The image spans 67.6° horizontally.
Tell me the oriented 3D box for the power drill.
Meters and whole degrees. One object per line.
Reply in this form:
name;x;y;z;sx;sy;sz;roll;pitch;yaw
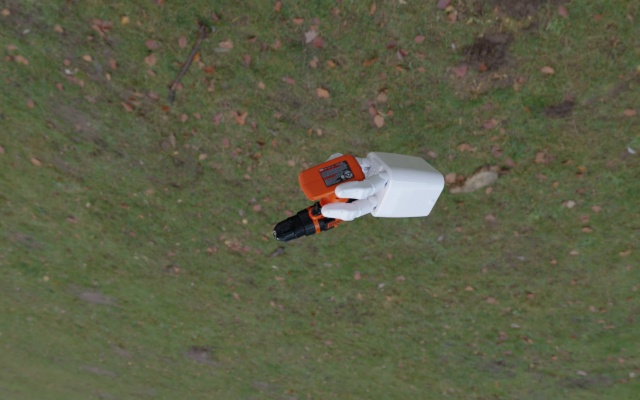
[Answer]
power drill;0.000;0.003;0.839;0.184;0.057;0.188;-23;-20;-12
